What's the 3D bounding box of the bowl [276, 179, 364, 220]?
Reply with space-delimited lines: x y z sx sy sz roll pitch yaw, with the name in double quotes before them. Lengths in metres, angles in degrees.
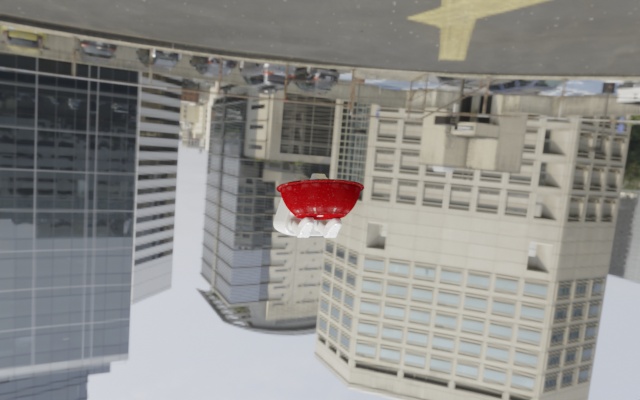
"bowl" 0.000 0.003 0.871 0.162 0.055 0.162 -1 -10 0
